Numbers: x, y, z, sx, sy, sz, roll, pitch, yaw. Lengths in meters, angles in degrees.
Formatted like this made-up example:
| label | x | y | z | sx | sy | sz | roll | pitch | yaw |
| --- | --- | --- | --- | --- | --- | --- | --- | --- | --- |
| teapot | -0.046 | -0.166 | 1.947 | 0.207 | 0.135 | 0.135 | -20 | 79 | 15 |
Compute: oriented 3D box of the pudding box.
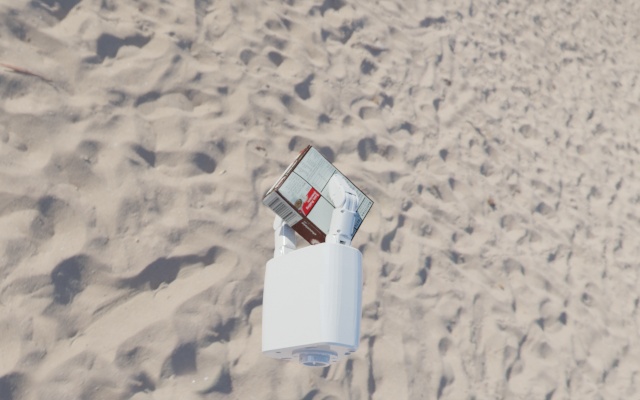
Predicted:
| label | x | y | z | sx | sy | sz | roll | pitch | yaw |
| --- | --- | --- | --- | --- | --- | --- | --- | --- | --- |
| pudding box | 0.000 | 0.002 | 0.575 | 0.039 | 0.113 | 0.090 | -33 | 18 | 50 |
